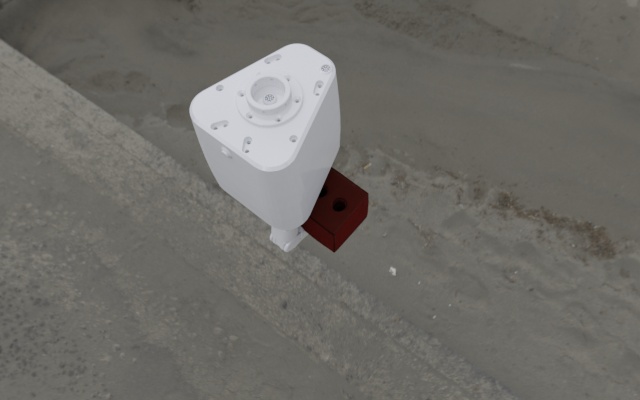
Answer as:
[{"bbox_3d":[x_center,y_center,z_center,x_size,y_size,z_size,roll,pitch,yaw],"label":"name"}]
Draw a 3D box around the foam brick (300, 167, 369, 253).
[{"bbox_3d":[0.000,0.002,0.454,0.078,0.053,0.051,36,-19,16],"label":"foam brick"}]
